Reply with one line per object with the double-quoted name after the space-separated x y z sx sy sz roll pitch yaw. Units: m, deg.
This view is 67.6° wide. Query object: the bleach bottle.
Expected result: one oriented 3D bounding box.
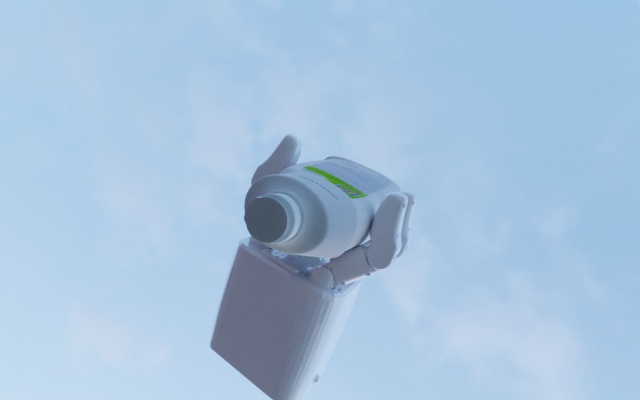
0.000 0.001 0.403 0.102 0.068 0.251 24 10 16 "bleach bottle"
